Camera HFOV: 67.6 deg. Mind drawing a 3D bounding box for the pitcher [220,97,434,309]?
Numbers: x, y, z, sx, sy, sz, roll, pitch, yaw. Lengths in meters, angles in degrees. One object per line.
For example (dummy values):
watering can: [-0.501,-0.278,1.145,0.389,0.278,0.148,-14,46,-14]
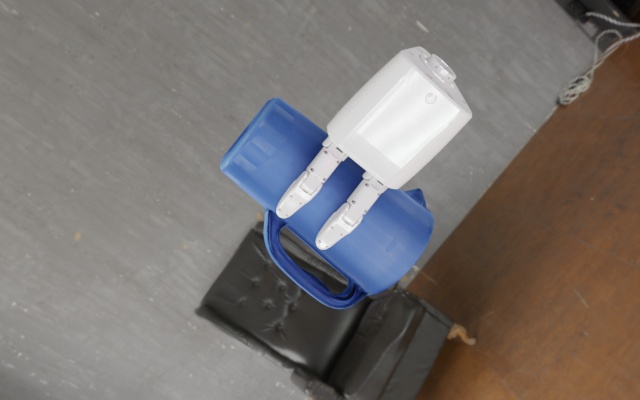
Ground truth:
pitcher: [0.000,0.002,0.568,0.145,0.243,0.149,-43,15,32]
